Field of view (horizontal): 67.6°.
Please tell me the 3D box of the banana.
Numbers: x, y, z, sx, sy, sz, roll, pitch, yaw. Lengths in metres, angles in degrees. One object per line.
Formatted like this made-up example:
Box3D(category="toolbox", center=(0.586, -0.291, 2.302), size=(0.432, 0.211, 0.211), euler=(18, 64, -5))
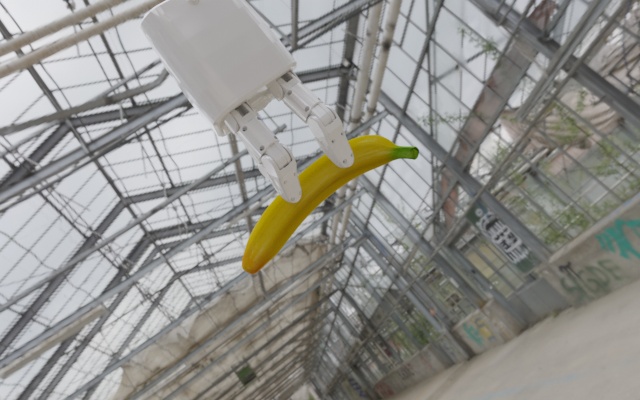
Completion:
Box3D(category="banana", center=(-0.003, -0.008, 0.465), size=(0.198, 0.037, 0.069), euler=(-37, 29, 0))
